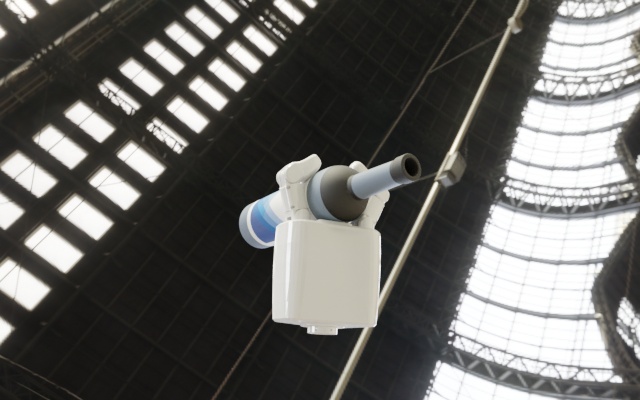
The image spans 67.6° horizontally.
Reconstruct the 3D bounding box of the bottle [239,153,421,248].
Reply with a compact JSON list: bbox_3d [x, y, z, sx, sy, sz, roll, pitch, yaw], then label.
[{"bbox_3d":[0.000,0.002,0.567,0.069,0.069,0.296,0,-13,-37],"label":"bottle"}]
